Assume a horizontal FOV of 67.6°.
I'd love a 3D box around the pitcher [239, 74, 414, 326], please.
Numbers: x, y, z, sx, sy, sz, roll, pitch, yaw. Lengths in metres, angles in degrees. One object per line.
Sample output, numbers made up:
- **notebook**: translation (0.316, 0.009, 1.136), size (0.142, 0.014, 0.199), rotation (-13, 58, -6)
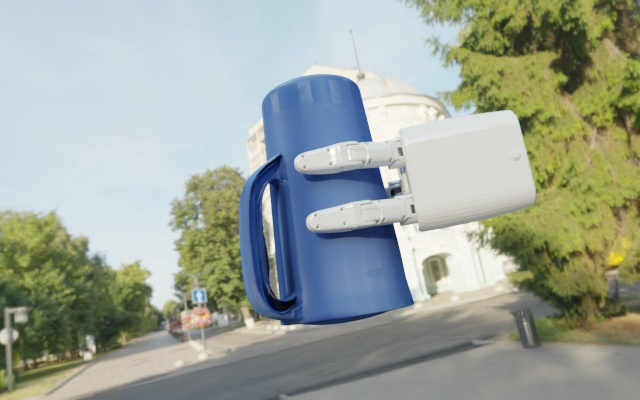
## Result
- **pitcher**: translation (0.000, 0.002, 0.484), size (0.145, 0.242, 0.149), rotation (-11, -11, 6)
